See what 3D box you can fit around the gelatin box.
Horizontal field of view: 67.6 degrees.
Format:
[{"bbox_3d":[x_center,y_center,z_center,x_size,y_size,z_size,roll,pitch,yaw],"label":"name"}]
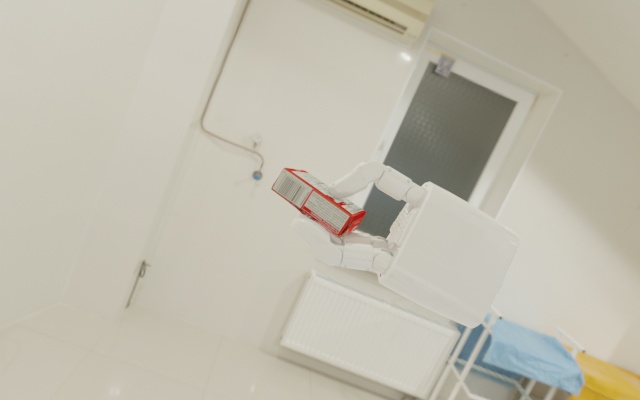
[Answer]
[{"bbox_3d":[0.000,0.001,0.506,0.089,0.030,0.073,35,10,11],"label":"gelatin box"}]
